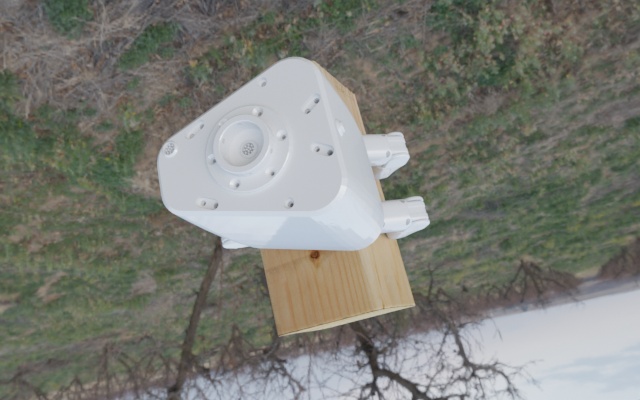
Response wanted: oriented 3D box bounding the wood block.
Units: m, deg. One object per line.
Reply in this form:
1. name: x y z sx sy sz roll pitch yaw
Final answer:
1. wood block: 0.000 0.002 0.415 0.091 0.206 0.090 -21 -18 24
